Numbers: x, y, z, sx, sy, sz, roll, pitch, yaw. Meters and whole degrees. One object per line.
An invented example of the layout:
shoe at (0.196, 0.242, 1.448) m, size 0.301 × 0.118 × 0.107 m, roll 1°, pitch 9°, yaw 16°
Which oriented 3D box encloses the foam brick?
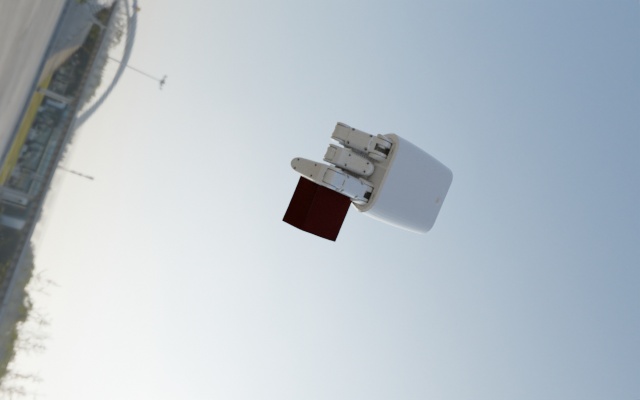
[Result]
foam brick at (0.000, 0.002, 0.563) m, size 0.051 × 0.078 × 0.053 m, roll 22°, pitch 1°, yaw -32°
